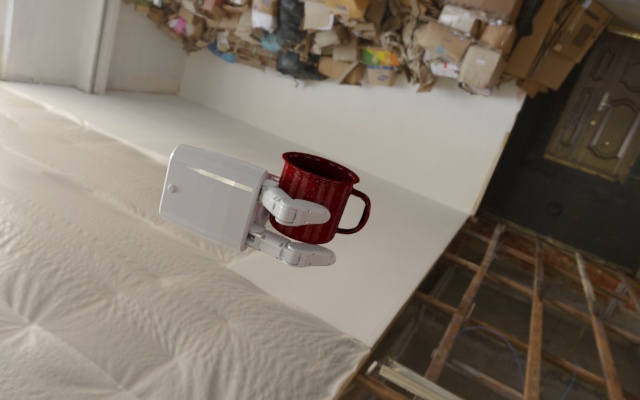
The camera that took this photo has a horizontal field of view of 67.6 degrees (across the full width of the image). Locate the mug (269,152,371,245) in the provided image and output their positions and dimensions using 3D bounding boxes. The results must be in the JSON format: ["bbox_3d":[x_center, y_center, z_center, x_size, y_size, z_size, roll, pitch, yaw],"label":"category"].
[{"bbox_3d":[0.001,0.002,0.552,0.117,0.081,0.093,19,18,3],"label":"mug"}]
